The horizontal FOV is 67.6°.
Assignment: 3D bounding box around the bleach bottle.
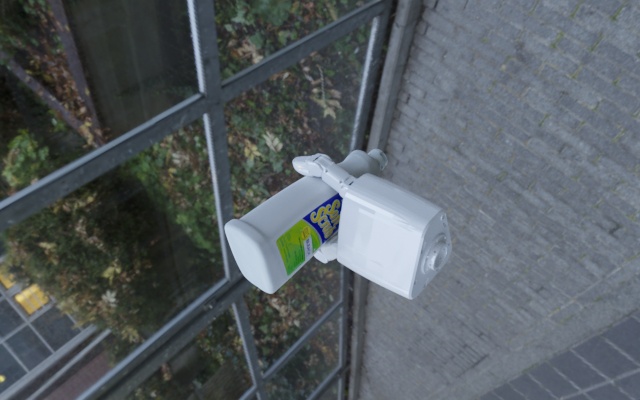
[{"bbox_3d":[0.000,0.002,0.611,0.068,0.103,0.250,26,52,35],"label":"bleach bottle"}]
